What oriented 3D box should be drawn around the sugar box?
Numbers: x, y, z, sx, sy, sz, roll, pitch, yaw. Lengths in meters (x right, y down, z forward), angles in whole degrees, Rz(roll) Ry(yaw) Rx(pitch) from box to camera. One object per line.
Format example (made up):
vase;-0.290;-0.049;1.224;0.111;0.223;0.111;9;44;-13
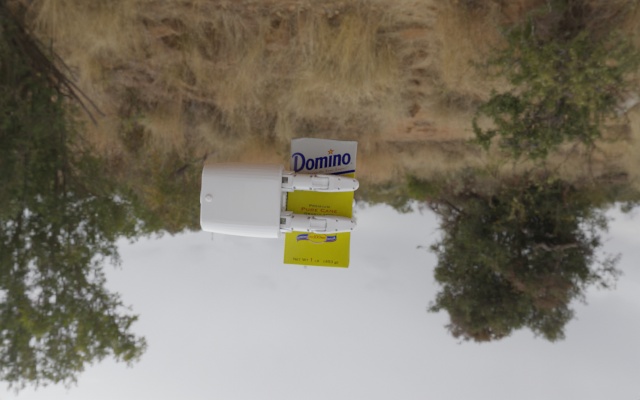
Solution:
sugar box;0.000;0.002;0.668;0.093;0.176;0.048;3;3;2
